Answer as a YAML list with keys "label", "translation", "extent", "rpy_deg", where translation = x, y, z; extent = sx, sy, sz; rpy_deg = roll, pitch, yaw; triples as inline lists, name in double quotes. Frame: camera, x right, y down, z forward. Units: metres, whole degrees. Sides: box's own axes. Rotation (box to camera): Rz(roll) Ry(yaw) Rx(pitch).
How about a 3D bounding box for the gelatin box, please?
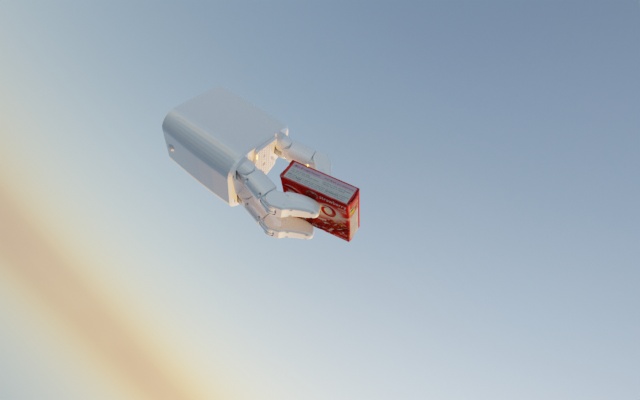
- label: "gelatin box"
  translation: [0.001, 0.002, 0.541]
  extent: [0.089, 0.030, 0.073]
  rpy_deg: [24, -31, 20]
